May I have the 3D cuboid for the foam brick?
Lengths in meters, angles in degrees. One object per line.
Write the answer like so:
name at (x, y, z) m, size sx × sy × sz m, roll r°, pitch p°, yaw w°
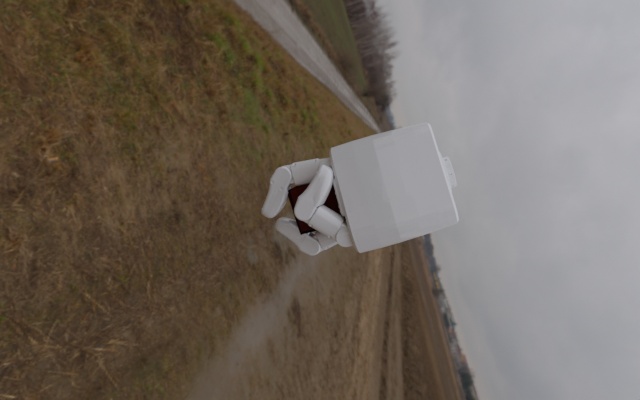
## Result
foam brick at (0.000, 0.002, 0.544) m, size 0.051 × 0.053 × 0.078 m, roll -16°, pitch 6°, yaw 10°
